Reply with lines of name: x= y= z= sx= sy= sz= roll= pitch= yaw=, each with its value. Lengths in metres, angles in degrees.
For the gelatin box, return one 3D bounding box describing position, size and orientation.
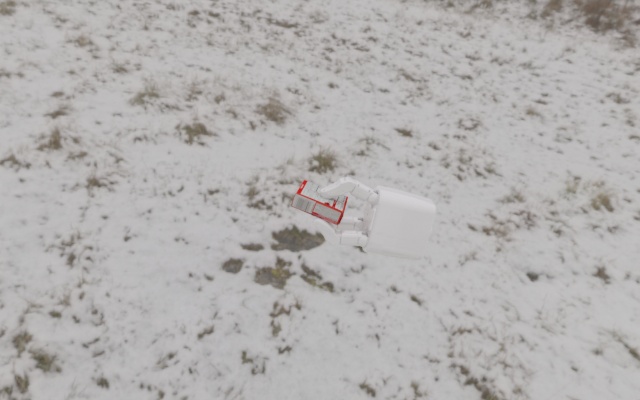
gelatin box: x=0.000 y=0.002 z=0.833 sx=0.089 sy=0.030 sz=0.073 roll=22 pitch=23 yaw=0
